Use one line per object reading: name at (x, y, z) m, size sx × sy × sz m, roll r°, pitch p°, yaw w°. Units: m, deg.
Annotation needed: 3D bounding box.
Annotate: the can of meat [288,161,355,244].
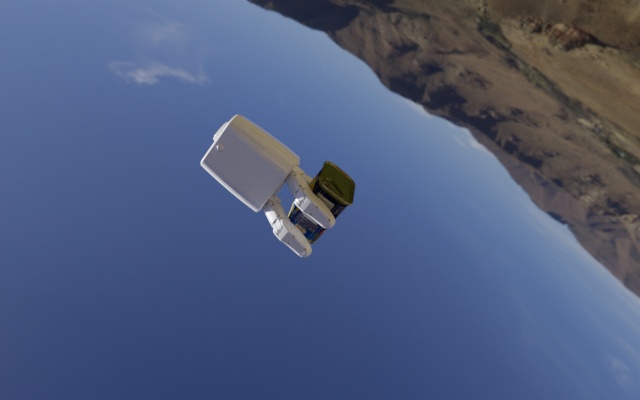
can of meat at (0.000, 0.002, 0.679) m, size 0.057 × 0.084 × 0.102 m, roll 38°, pitch 22°, yaw -9°
